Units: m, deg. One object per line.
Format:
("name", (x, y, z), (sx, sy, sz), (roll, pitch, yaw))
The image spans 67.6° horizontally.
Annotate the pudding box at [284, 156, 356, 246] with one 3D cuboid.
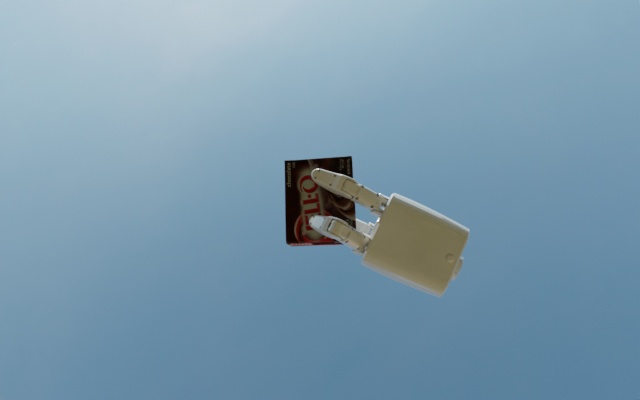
("pudding box", (0.000, 0.002, 0.624), (0.090, 0.113, 0.039), (-3, -14, 5))
